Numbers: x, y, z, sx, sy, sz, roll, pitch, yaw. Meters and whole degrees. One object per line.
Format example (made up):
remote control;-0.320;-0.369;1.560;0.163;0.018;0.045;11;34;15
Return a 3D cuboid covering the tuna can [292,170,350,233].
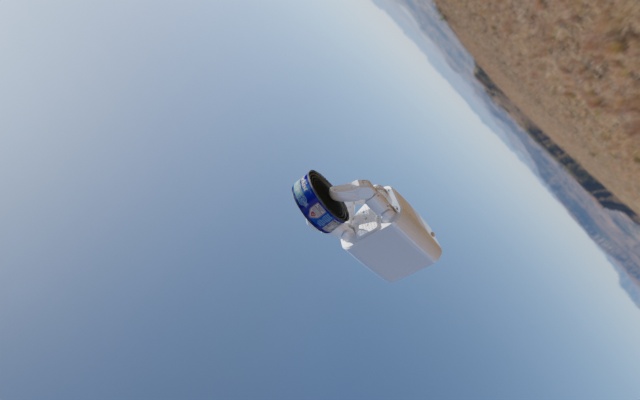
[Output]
tuna can;0.000;0.002;0.652;0.034;0.086;0.086;-37;-13;18
